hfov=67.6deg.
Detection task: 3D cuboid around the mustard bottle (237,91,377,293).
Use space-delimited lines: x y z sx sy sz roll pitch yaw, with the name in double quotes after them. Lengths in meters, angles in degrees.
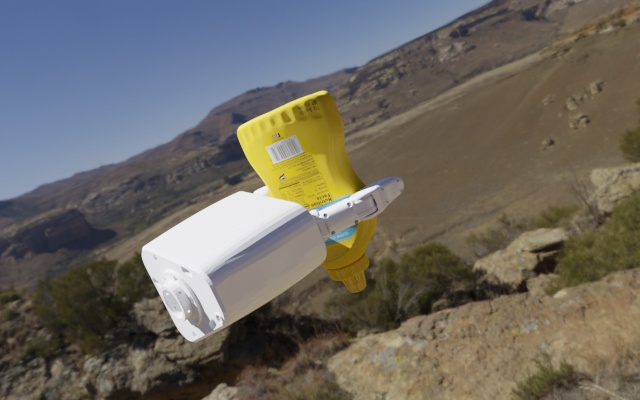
0.000 0.001 0.456 0.096 0.191 0.058 -18 11 25 "mustard bottle"
